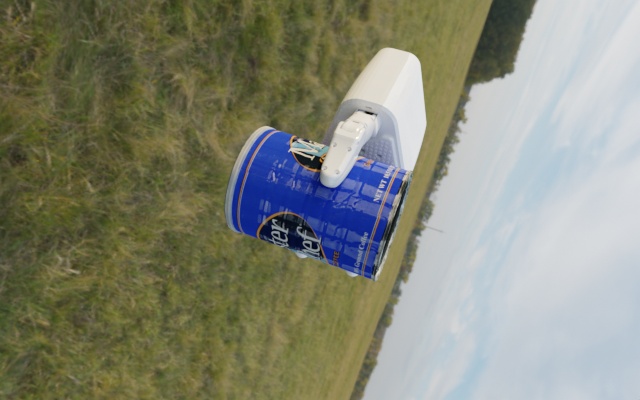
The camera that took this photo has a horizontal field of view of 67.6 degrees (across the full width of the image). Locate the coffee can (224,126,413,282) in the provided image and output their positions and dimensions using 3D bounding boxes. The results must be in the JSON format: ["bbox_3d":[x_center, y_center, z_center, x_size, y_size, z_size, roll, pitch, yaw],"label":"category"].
[{"bbox_3d":[0.000,0.001,0.432,0.140,0.103,0.103,19,4,13],"label":"coffee can"}]
